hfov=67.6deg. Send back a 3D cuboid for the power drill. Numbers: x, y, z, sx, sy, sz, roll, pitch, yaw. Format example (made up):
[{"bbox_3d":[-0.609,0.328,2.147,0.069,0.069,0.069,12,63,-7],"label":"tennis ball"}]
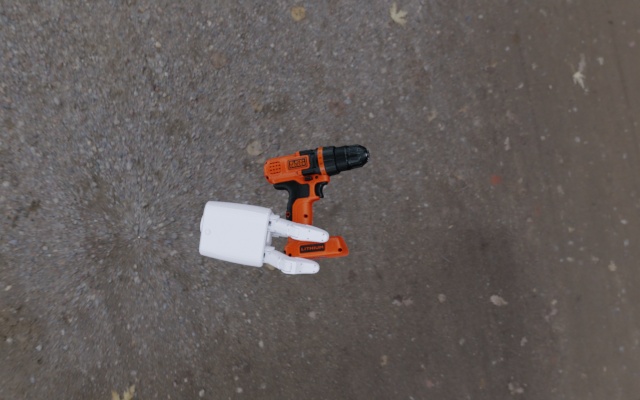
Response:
[{"bbox_3d":[0.000,0.003,0.804,0.184,0.187,0.057,-9,-13,15],"label":"power drill"}]
